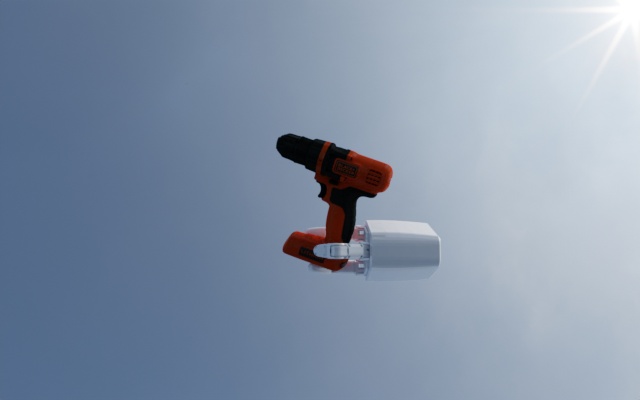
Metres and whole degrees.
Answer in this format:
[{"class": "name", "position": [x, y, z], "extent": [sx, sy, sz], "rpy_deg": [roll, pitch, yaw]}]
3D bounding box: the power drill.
[{"class": "power drill", "position": [0.000, 0.003, 0.741], "extent": [0.184, 0.188, 0.057], "rpy_deg": [20, 18, 11]}]
